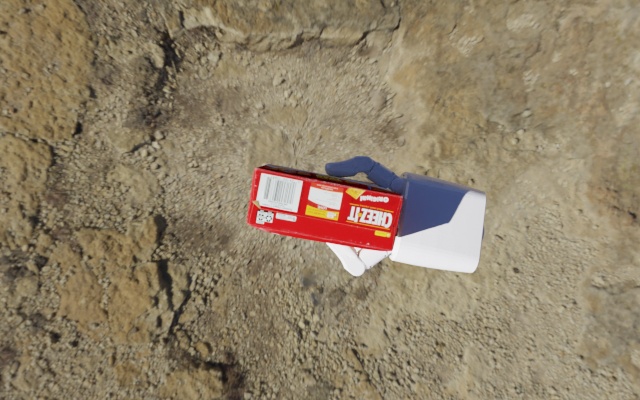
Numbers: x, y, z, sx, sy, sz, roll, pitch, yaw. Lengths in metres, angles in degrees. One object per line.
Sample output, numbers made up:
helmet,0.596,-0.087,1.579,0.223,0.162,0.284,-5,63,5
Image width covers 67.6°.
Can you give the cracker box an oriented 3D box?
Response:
cracker box,0.000,0.002,0.611,0.164,0.072,0.213,10,4,-4
